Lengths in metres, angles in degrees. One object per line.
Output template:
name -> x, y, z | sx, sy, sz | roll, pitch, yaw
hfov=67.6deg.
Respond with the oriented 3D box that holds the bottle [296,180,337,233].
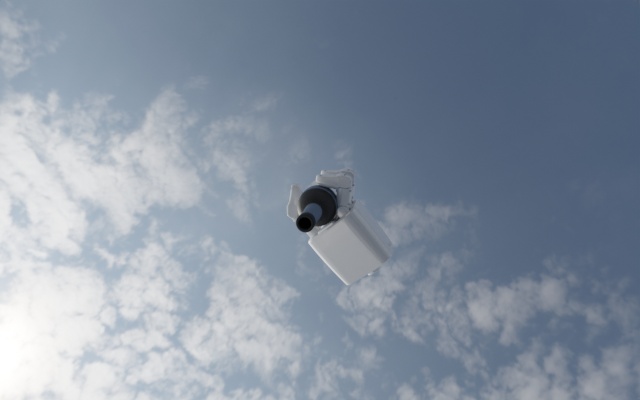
bottle -> 0.000, 0.003, 0.824 | 0.069, 0.069, 0.295 | 0, 12, 9
